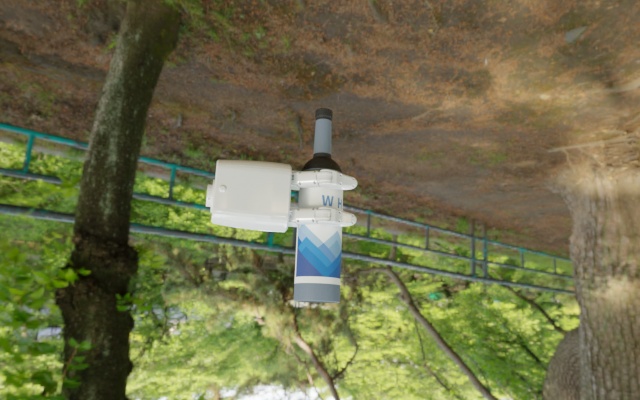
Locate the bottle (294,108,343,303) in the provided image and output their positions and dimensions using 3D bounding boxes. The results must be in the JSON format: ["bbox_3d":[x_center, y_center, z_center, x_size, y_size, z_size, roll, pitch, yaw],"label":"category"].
[{"bbox_3d":[0.000,0.003,0.718,0.069,0.295,0.069,2,-14,1],"label":"bottle"}]
